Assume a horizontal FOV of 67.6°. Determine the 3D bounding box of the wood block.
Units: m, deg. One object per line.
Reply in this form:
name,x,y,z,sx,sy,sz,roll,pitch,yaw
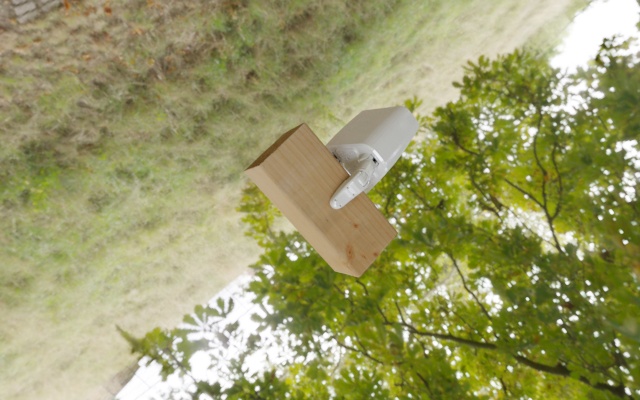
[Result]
wood block,0.001,0.002,0.680,0.090,0.206,0.091,-46,14,-18
